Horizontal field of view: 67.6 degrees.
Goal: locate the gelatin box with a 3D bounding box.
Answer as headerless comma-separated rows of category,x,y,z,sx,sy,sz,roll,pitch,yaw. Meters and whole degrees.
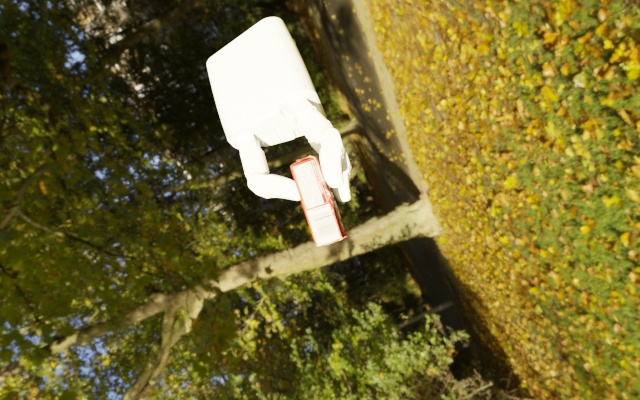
gelatin box,0.000,0.002,0.504,0.030,0.089,0.073,-19,-5,6
